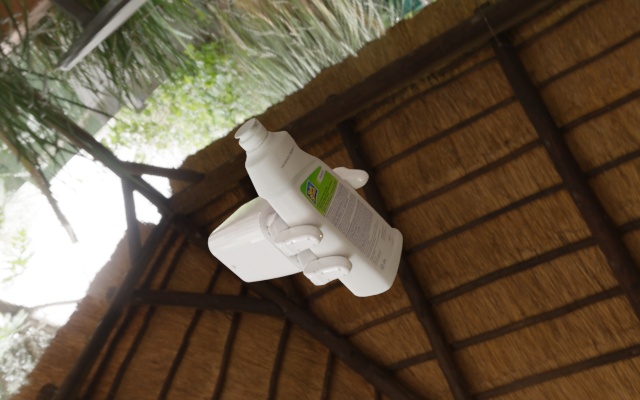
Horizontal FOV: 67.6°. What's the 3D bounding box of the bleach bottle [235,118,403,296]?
[{"bbox_3d":[0.000,0.002,0.552,0.068,0.102,0.251,-21,-56,35],"label":"bleach bottle"}]
